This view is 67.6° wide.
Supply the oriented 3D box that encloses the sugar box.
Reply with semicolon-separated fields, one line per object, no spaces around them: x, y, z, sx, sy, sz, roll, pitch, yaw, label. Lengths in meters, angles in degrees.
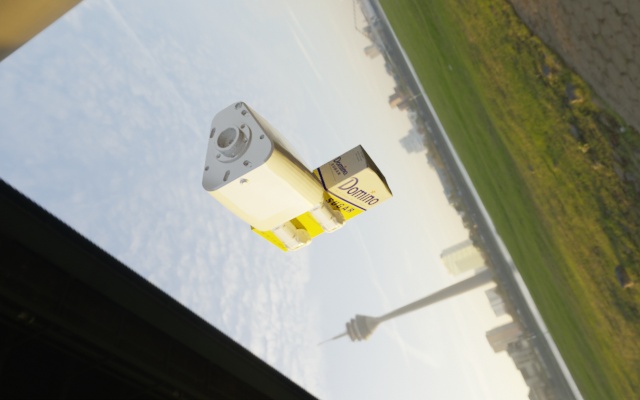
0.000;0.003;0.641;0.176;0.048;0.093;-26;-34;16;sugar box
